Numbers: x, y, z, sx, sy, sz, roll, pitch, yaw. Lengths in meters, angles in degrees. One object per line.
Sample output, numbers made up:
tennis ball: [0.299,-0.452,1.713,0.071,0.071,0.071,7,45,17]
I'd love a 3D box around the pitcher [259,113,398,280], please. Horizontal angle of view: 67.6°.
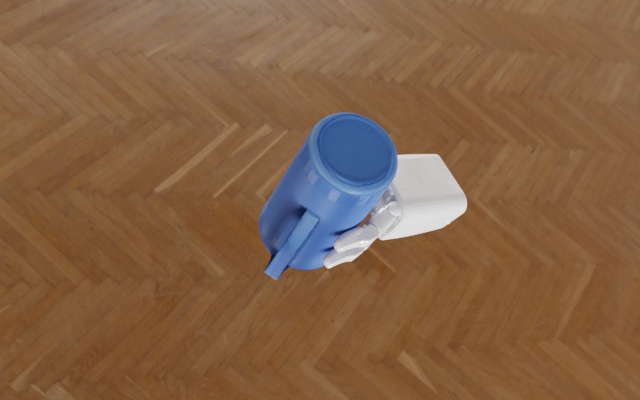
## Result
pitcher: [0.000,0.002,0.626,0.145,0.149,0.243,-6,-23,-21]
